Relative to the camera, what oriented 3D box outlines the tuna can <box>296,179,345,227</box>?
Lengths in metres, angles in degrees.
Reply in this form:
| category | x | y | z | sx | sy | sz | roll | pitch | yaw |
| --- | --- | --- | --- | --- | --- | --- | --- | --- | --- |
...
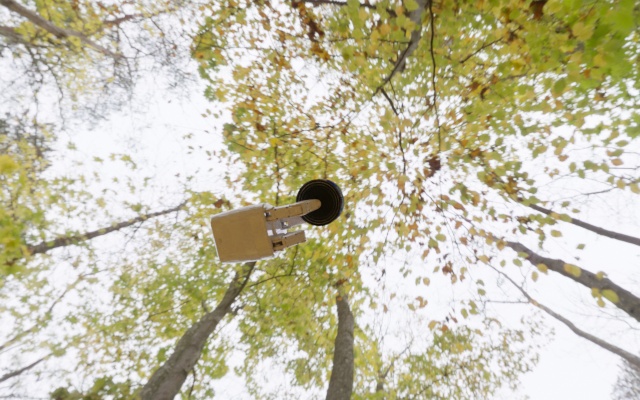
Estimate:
| category | x | y | z | sx | sy | sz | roll | pitch | yaw |
| --- | --- | --- | --- | --- | --- | --- | --- | --- | --- |
| tuna can | 0.000 | 0.003 | 0.872 | 0.086 | 0.086 | 0.034 | 0 | 6 | 16 |
